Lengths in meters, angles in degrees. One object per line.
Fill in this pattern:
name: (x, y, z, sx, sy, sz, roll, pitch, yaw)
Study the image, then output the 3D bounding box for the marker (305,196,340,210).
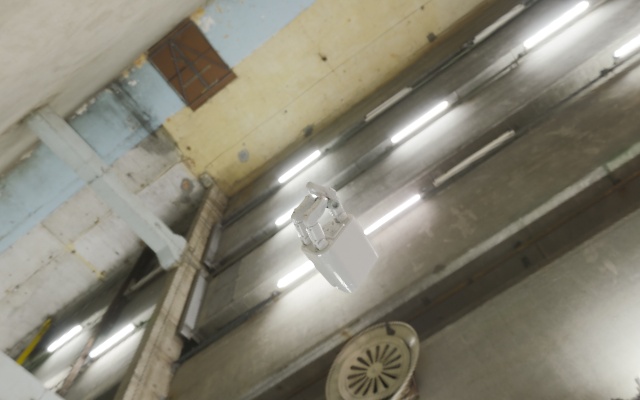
marker: (0.000, 0.003, 0.898, 0.020, 0.020, 0.121, 0, 4, -26)
